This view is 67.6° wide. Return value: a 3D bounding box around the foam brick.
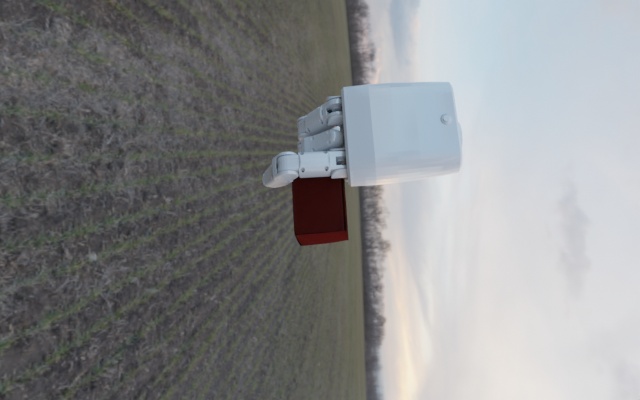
[{"bbox_3d":[0.000,0.002,0.480,0.051,0.078,0.053,-4,-15,3],"label":"foam brick"}]
